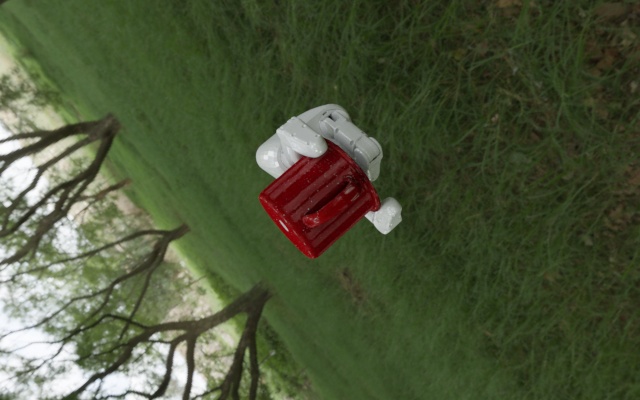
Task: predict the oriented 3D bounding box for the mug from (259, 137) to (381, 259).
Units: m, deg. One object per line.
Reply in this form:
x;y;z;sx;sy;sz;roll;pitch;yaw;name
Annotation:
0.000;0.002;0.442;0.081;0.093;0.117;-41;15;-12;mug
